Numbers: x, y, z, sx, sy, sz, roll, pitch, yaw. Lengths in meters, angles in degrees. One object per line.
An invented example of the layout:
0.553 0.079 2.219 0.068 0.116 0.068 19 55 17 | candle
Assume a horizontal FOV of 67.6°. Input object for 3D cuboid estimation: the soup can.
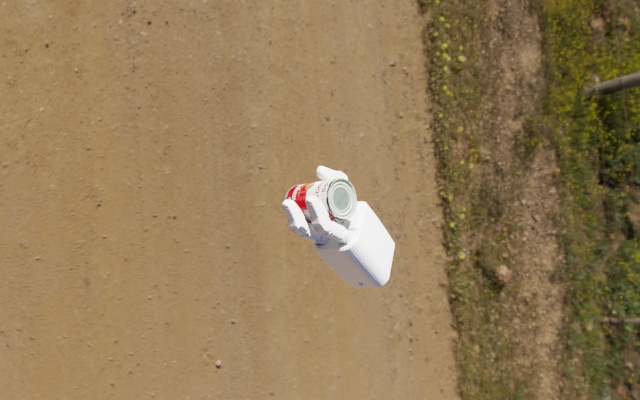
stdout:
0.000 0.002 0.771 0.068 0.068 0.102 0 -5 -43 | soup can
